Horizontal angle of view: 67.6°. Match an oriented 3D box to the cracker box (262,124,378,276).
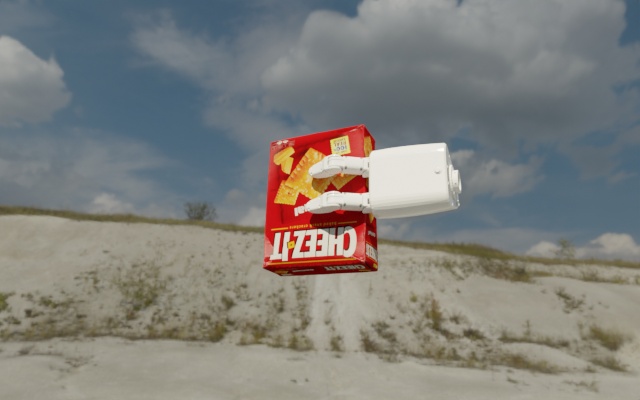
[{"bbox_3d":[0.000,0.002,0.735,0.164,0.213,0.072,-7,-21,22],"label":"cracker box"}]
